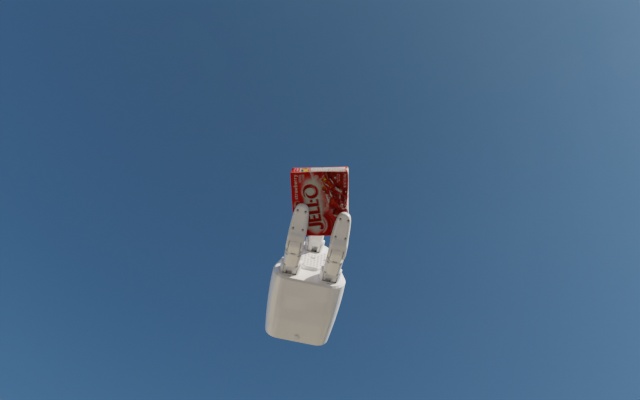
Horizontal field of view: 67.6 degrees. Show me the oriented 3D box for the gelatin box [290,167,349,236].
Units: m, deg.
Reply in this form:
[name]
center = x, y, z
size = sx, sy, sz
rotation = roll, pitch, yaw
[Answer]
[gelatin box]
center = 0.000, 0.002, 0.619
size = 0.073, 0.089, 0.030
rotation = -1, 19, 3
